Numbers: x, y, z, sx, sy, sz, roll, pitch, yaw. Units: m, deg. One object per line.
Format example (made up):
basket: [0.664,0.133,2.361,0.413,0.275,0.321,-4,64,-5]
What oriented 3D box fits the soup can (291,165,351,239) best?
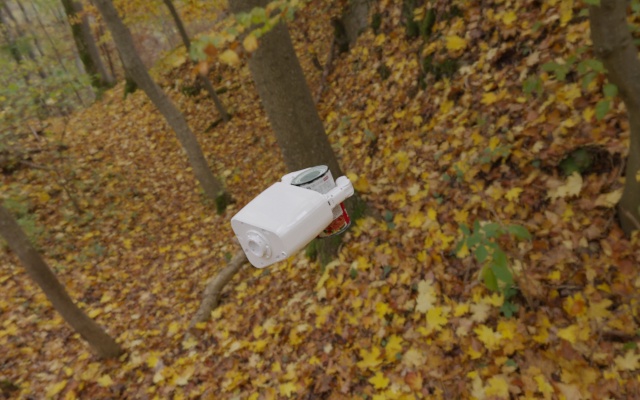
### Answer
soup can: [0.000,0.002,0.781,0.068,0.102,0.068,-21,20,8]
